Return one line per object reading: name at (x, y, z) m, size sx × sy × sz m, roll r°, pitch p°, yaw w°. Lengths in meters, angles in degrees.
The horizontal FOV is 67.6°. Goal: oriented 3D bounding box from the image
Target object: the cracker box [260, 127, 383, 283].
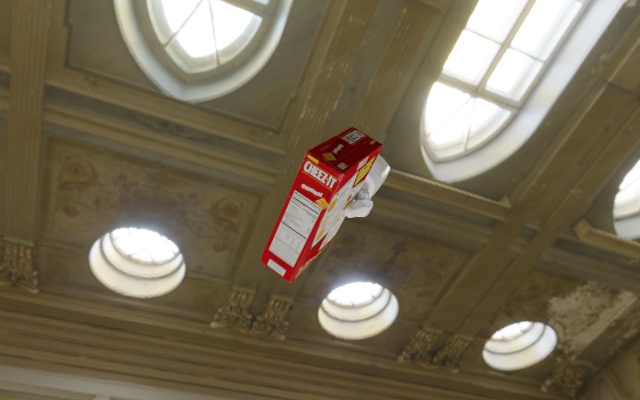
cracker box at (0.000, 0.003, 0.759) m, size 0.072 × 0.214 × 0.164 m, roll 33°, pitch 31°, yaw 12°
